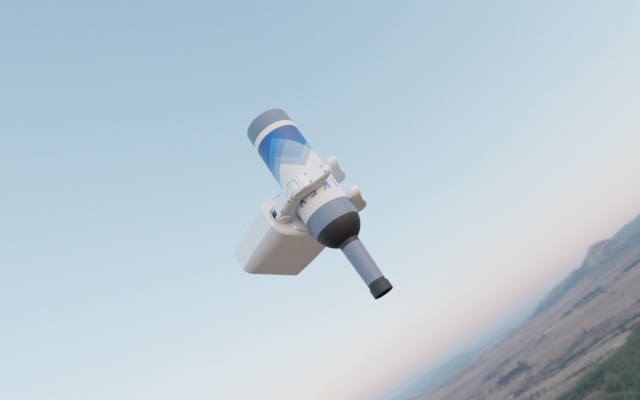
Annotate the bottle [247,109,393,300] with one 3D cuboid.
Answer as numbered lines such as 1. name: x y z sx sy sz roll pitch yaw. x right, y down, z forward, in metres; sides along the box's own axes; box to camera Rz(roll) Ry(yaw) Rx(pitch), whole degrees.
1. bottle: 0.000 0.002 0.637 0.069 0.295 0.069 -29 -23 -14
